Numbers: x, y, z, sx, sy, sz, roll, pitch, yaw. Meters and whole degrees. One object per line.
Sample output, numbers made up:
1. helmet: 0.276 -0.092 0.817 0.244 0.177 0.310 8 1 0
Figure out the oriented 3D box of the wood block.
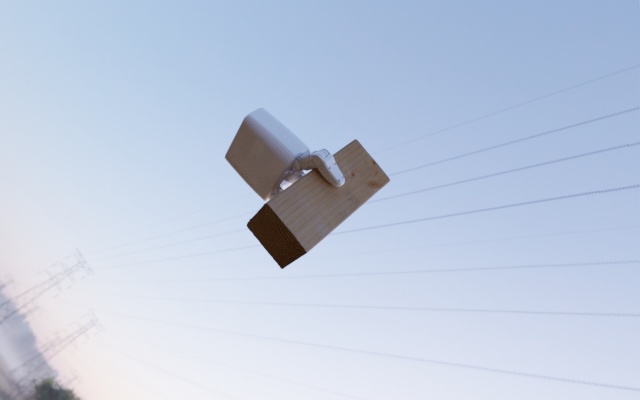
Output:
1. wood block: 0.000 0.002 0.736 0.206 0.090 0.091 -38 -1 -36
